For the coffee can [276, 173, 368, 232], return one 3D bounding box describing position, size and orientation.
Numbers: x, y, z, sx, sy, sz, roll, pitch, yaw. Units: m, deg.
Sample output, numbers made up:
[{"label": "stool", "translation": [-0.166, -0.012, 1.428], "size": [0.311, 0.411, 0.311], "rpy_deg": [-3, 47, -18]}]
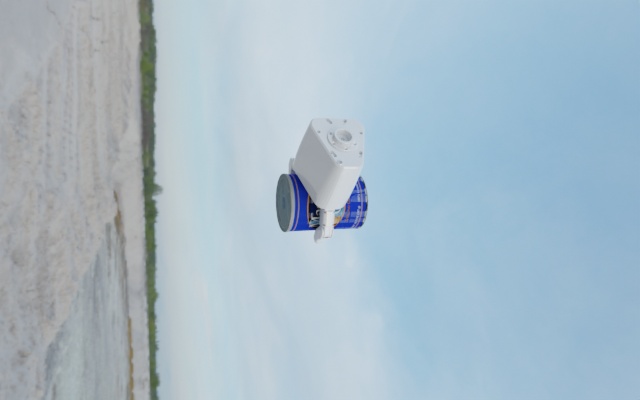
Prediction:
[{"label": "coffee can", "translation": [0.000, 0.003, 0.854], "size": [0.140, 0.103, 0.103], "rpy_deg": [-1, 0, -20]}]
